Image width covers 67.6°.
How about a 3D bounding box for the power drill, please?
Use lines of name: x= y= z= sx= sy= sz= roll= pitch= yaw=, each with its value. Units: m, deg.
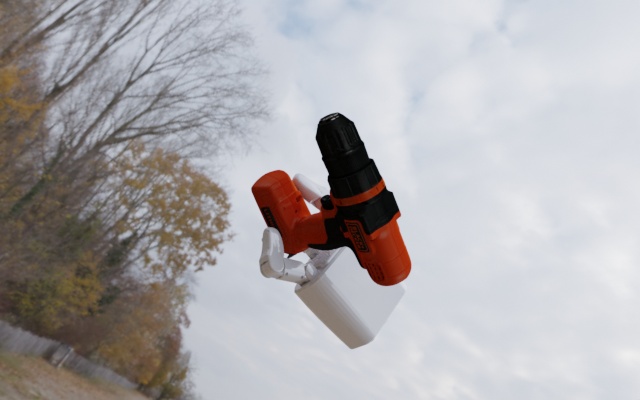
power drill: x=0.000 y=0.002 z=0.520 sx=0.057 sy=0.184 sz=0.187 roll=-33 pitch=20 yaw=-31
